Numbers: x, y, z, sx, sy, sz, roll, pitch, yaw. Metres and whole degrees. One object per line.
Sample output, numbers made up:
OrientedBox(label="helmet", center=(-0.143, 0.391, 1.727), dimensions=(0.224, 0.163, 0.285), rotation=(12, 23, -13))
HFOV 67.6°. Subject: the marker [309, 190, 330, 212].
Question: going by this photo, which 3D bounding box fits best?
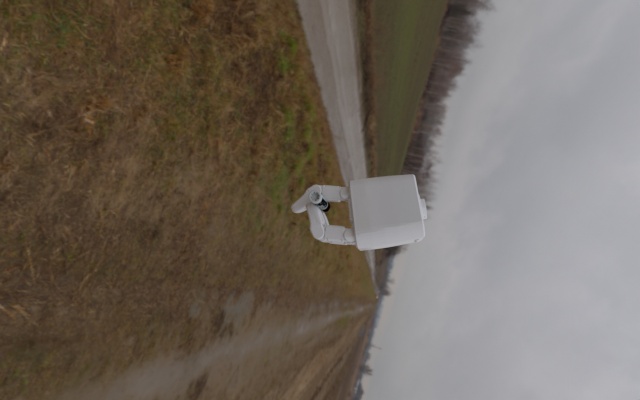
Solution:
OrientedBox(label="marker", center=(0.000, 0.003, 0.760), dimensions=(0.020, 0.020, 0.121), rotation=(0, -9, 8))
